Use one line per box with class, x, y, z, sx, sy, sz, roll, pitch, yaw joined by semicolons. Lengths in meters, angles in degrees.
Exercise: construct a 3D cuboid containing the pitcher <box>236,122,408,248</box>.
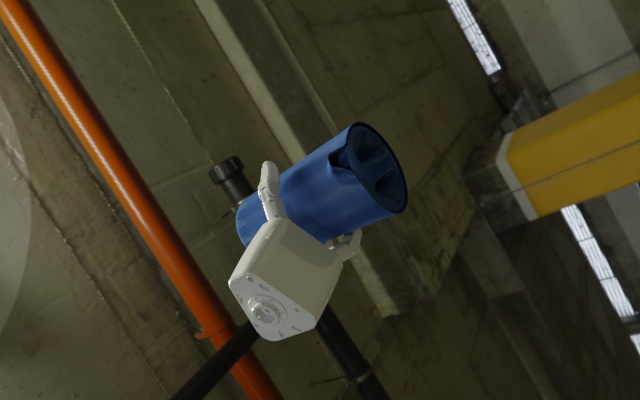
pitcher;0.000;0.002;0.696;0.243;0.149;0.145;-28;22;34
